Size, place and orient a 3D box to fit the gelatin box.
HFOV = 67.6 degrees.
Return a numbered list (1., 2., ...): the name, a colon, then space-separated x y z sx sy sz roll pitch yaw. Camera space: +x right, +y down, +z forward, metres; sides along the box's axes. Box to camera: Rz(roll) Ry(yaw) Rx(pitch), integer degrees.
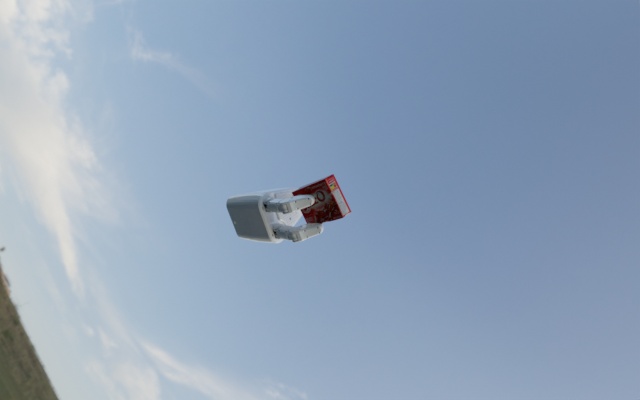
1. gelatin box: 0.001 0.002 0.827 0.089 0.073 0.030 -19 9 43
